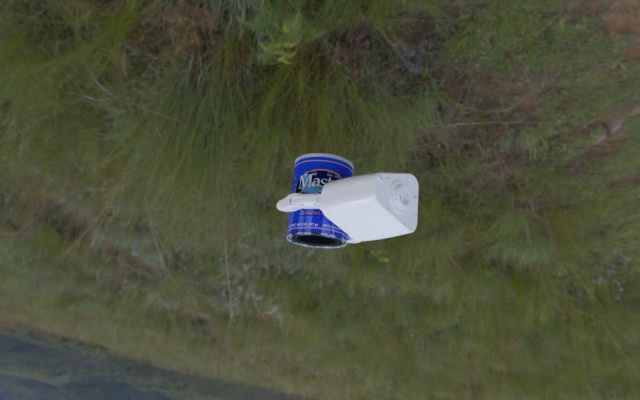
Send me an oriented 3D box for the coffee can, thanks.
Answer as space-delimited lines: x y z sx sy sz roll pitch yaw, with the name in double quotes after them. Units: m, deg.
0.000 0.003 0.817 0.103 0.140 0.103 5 -17 2 "coffee can"
